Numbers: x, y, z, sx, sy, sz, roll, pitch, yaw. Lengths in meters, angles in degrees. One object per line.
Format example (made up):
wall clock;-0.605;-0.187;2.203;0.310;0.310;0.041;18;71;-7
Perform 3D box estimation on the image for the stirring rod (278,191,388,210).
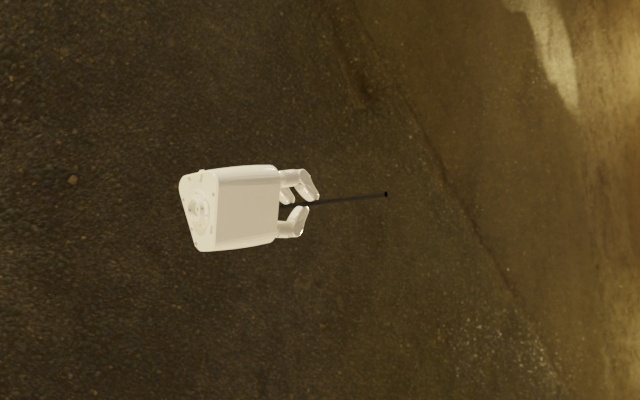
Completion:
stirring rod;0.000;0.002;0.719;0.239;0.011;0.011;-7;-5;43
